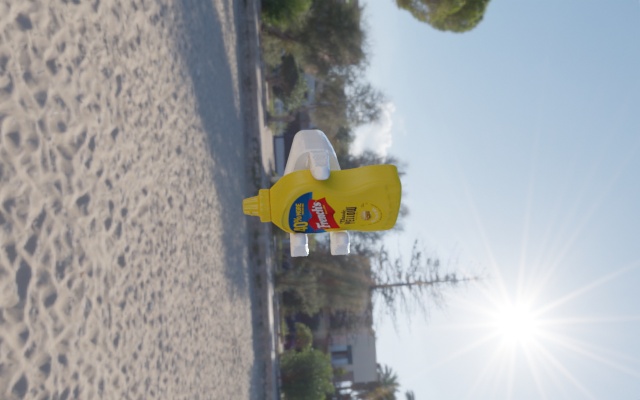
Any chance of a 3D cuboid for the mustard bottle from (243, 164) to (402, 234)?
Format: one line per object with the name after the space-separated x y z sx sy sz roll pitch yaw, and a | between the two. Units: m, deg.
0.000 0.002 0.597 0.191 0.058 0.096 -3 -40 -4 | mustard bottle
